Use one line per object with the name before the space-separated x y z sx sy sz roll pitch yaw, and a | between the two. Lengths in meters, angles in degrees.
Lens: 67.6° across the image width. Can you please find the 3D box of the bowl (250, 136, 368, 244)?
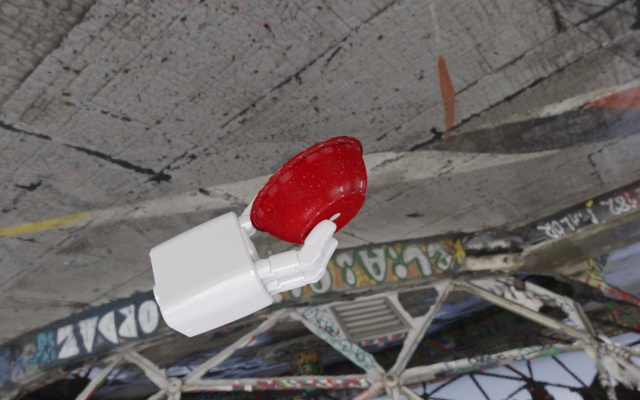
bowl | 0.001 0.001 0.557 0.162 0.055 0.162 -32 -23 -15
